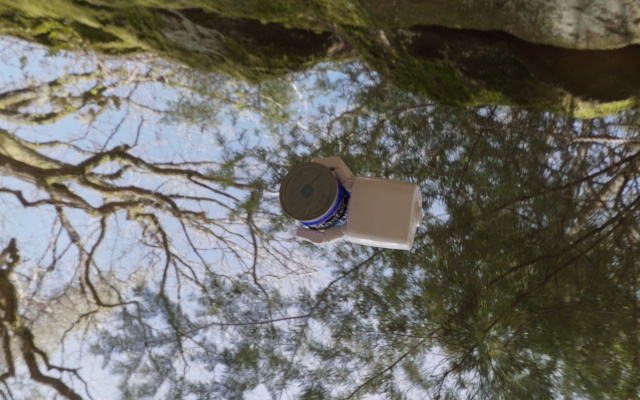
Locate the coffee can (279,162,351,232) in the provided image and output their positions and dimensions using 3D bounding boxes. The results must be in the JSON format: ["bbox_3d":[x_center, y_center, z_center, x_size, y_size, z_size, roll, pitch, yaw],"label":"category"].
[{"bbox_3d":[0.000,0.003,0.851,0.103,0.102,0.140,0,-15,19],"label":"coffee can"}]
